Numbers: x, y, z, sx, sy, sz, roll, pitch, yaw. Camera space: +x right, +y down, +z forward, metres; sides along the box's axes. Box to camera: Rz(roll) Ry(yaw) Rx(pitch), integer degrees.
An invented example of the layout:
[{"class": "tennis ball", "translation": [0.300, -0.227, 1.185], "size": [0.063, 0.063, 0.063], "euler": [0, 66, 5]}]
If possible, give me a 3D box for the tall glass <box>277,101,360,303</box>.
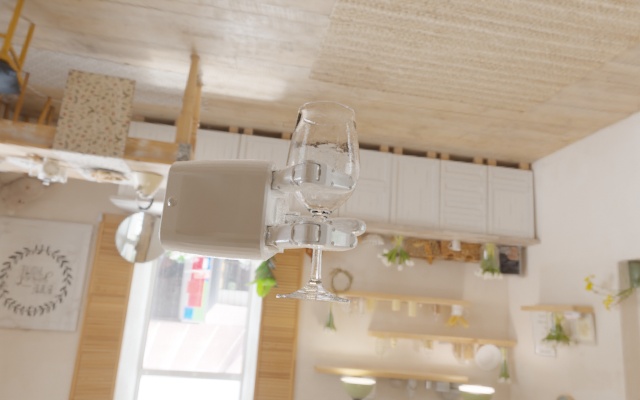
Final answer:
[{"class": "tall glass", "translation": [0.000, 0.002, 0.494], "size": [0.079, 0.201, 0.079], "euler": [4, -13, 1]}]
